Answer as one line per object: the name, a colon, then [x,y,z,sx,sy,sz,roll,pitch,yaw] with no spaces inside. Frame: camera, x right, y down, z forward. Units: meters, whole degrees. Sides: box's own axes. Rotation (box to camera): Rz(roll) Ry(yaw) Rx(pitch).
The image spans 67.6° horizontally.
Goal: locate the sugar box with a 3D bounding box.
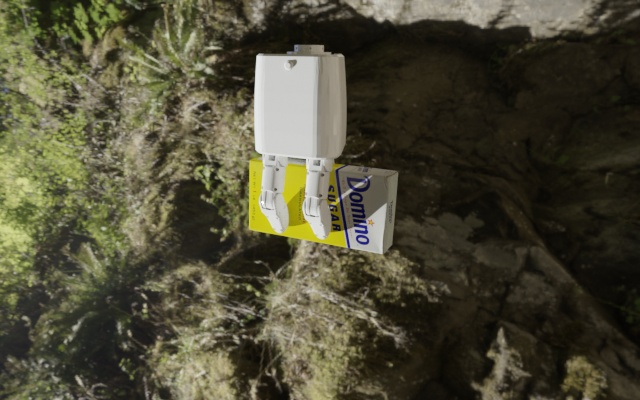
sugar box: [0.000,0.002,0.573,0.176,0.093,0.048,8,16,24]
